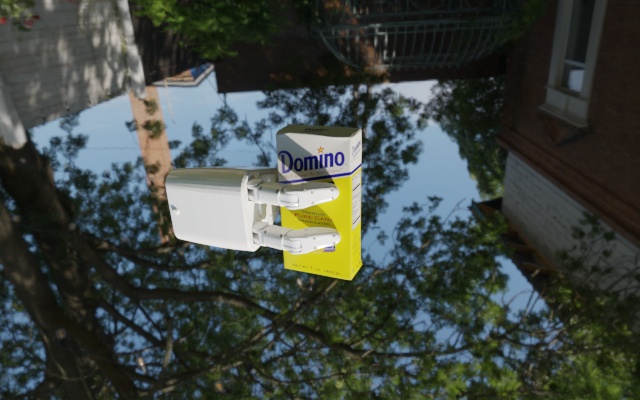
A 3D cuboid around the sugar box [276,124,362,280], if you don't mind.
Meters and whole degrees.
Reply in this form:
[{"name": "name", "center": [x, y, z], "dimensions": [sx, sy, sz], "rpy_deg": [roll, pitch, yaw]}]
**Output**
[{"name": "sugar box", "center": [0.000, 0.002, 0.565], "dimensions": [0.093, 0.176, 0.048], "rpy_deg": [6, 25, 21]}]
